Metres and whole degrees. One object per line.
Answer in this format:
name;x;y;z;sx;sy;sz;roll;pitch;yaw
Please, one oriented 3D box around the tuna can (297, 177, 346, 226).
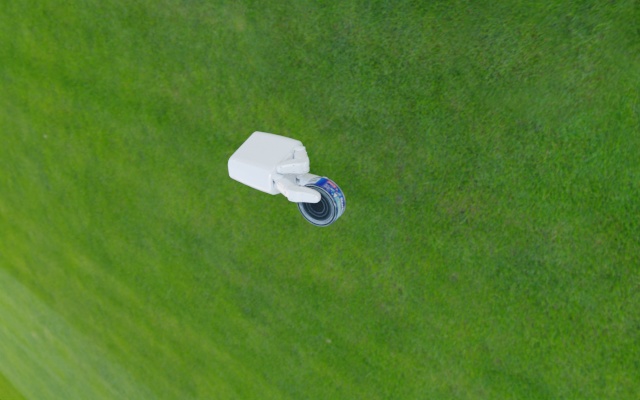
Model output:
tuna can;0.000;0.003;0.861;0.086;0.086;0.033;0;26;34
